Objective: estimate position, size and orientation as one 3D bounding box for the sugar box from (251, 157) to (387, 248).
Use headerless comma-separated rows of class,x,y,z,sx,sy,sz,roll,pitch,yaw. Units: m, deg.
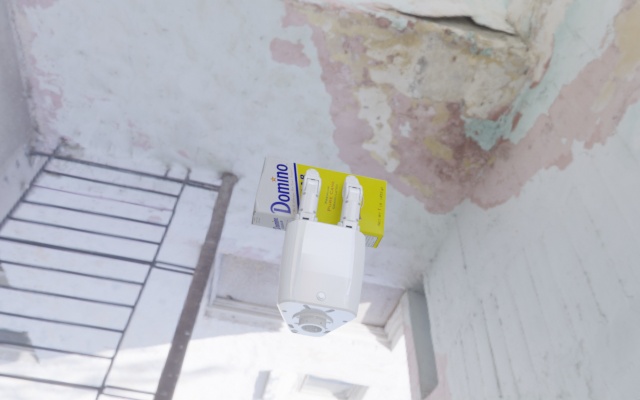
sugar box,0.000,0.002,0.660,0.176,0.093,0.048,12,-33,-6
